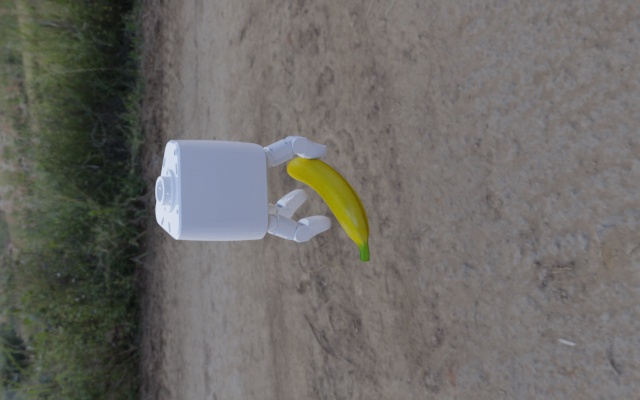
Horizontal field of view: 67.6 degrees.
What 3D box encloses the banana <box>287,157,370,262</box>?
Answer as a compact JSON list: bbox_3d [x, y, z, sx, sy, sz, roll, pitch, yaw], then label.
[{"bbox_3d":[0.007,-0.011,0.608,0.037,0.070,0.197,-6,41,-33],"label":"banana"}]
